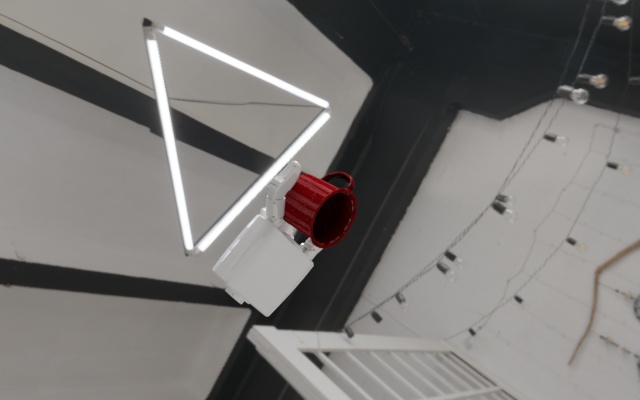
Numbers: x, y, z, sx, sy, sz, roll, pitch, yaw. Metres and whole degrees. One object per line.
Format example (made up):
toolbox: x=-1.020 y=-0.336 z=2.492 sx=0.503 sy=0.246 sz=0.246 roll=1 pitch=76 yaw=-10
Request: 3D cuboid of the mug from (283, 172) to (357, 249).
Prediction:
mug: x=0.001 y=0.001 z=0.702 sx=0.081 sy=0.117 sz=0.093 roll=30 pitch=-17 yaw=39
